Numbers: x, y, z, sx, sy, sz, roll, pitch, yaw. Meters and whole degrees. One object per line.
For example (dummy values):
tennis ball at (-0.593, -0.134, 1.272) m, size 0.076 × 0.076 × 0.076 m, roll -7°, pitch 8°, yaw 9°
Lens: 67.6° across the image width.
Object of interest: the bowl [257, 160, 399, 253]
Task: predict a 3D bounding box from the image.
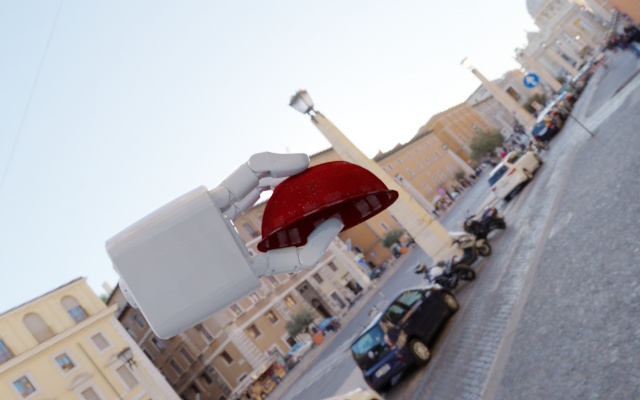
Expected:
bowl at (0.001, 0.001, 0.516) m, size 0.162 × 0.055 × 0.162 m, roll -20°, pitch -14°, yaw -5°
